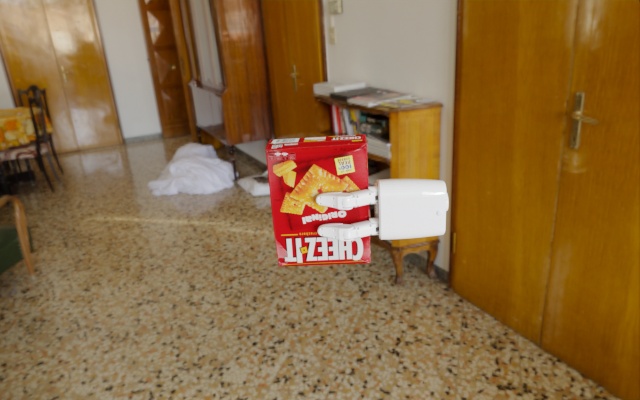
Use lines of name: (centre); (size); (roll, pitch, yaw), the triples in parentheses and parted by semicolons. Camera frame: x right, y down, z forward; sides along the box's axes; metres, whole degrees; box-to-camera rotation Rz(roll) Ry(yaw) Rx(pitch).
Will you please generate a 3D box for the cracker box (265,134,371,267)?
cracker box: (0.000, 0.002, 0.806); (0.164, 0.214, 0.072); (-2, 20, 4)
